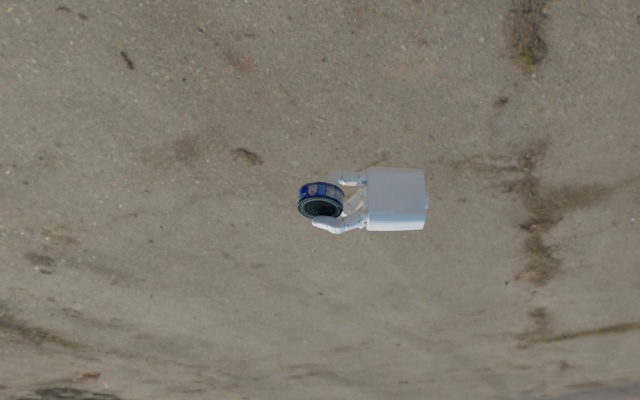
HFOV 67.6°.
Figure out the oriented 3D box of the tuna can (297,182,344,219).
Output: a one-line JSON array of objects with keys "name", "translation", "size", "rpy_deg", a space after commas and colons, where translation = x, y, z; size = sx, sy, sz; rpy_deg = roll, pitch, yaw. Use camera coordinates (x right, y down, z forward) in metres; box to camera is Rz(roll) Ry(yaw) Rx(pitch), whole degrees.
[{"name": "tuna can", "translation": [0.000, 0.003, 0.873], "size": [0.086, 0.033, 0.086], "rpy_deg": [4, -31, 2]}]
